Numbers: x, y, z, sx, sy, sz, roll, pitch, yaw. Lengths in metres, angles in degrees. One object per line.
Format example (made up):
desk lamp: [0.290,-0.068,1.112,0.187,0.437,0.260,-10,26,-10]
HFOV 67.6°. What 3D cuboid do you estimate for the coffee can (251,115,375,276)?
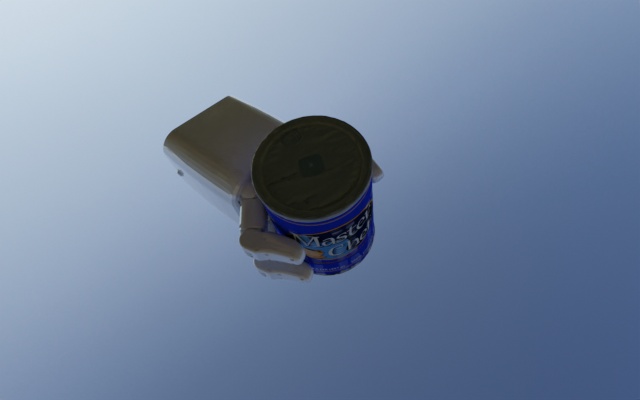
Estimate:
coffee can: [0.000,0.001,0.459,0.103,0.102,0.140,0,-27,7]
